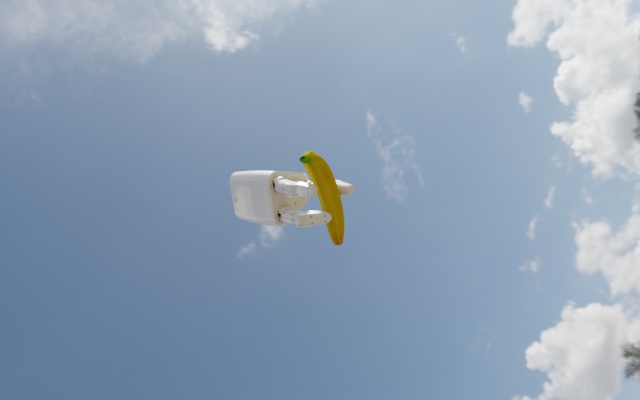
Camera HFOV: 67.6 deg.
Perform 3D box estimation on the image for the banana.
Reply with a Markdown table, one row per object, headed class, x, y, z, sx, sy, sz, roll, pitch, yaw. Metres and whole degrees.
| class | x | y | z | sx | sy | sz | roll | pitch | yaw |
| --- | --- | --- | --- | --- | --- | --- | --- | --- | --- |
| banana | 0.006 | -0.012 | 0.810 | 0.037 | 0.198 | 0.069 | -1 | 41 | 29 |
